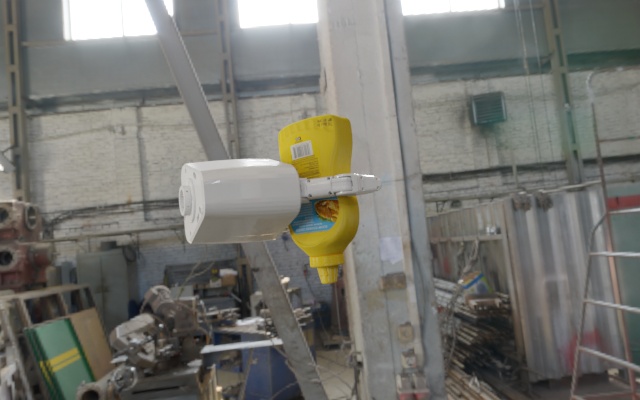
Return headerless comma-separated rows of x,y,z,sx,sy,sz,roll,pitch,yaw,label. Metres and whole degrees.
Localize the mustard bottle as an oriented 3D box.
0.000,0.002,0.567,0.096,0.191,0.058,-10,-6,39,mustard bottle
